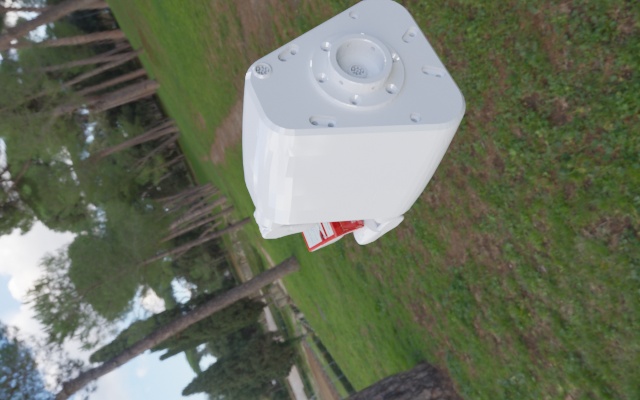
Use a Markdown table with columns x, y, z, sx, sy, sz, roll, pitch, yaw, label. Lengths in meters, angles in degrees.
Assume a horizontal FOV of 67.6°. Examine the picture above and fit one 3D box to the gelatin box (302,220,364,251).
| x | y | z | sx | sy | sz | roll | pitch | yaw | label |
| --- | --- | --- | --- | --- | --- | --- | --- | --- | --- |
| 0.000 | 0.002 | 0.426 | 0.030 | 0.073 | 0.089 | -19 | -8 | -20 | gelatin box |
